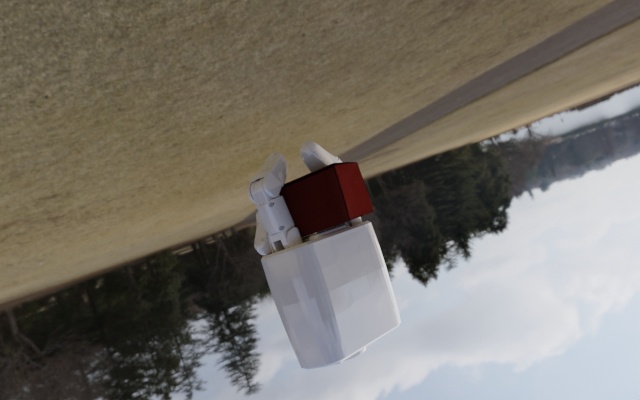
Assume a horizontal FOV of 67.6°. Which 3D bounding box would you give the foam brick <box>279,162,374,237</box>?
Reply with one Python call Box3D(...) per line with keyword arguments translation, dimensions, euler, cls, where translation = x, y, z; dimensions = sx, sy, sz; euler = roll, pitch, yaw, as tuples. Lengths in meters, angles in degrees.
Box3D(translation=(0.000, 0.001, 0.441), dimensions=(0.078, 0.051, 0.053), euler=(-21, -4, 31), cls="foam brick")
